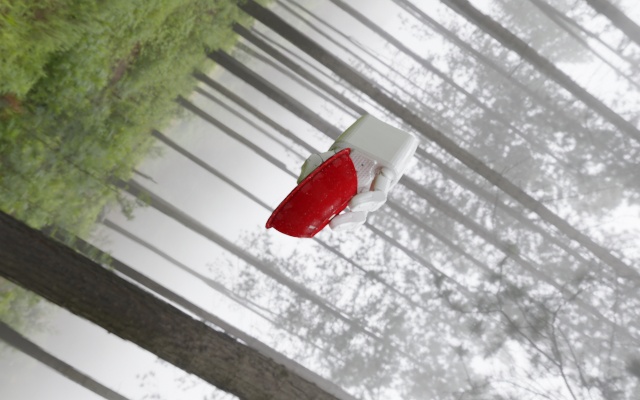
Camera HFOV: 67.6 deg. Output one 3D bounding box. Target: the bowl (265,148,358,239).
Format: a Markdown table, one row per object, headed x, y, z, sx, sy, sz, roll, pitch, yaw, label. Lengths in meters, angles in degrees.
| x | y | z | sx | sy | sz | roll | pitch | yaw | label |
| --- | --- | --- | --- | --- | --- | --- | --- | --- | --- |
| 0.000 | 0.003 | 0.662 | 0.162 | 0.055 | 0.162 | -42 | -7 | -6 | bowl |
